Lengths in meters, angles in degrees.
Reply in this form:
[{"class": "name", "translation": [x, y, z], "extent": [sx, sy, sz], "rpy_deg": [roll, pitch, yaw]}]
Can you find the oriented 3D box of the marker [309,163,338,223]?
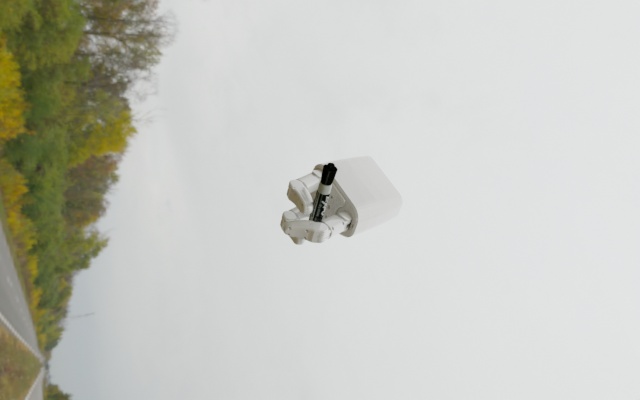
[{"class": "marker", "translation": [0.000, 0.002, 0.636], "extent": [0.020, 0.121, 0.020], "rpy_deg": [11, 35, -8]}]
